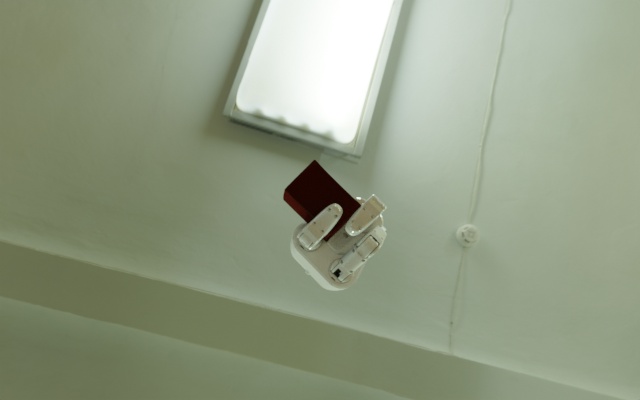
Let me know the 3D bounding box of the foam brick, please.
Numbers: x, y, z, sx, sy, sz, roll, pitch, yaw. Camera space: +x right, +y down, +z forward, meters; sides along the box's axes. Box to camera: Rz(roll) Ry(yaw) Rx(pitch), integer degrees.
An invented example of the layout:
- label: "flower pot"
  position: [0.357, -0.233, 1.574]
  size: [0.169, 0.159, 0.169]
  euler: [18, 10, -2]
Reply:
- label: "foam brick"
  position: [0.000, 0.002, 0.569]
  size: [0.053, 0.078, 0.051]
  euler: [-44, -5, -13]
